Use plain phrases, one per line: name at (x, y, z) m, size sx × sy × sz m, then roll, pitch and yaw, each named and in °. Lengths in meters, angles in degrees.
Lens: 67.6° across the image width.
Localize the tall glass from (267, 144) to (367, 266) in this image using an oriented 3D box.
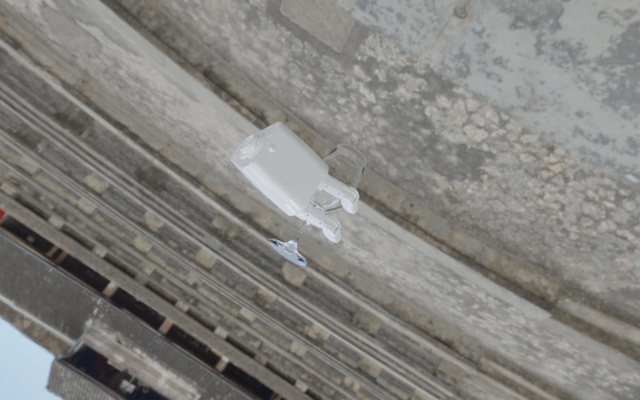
tall glass at (0.000, 0.003, 0.771) m, size 0.079 × 0.201 × 0.079 m, roll 30°, pitch -20°, yaw 12°
